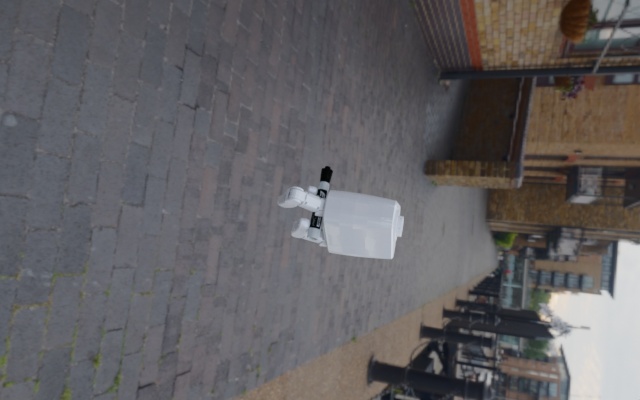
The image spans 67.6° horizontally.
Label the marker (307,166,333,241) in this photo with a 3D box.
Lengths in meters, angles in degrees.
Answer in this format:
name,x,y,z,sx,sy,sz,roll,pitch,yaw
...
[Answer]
name,x,y,z,sx,sy,sz,roll,pitch,yaw
marker,0.000,0.002,0.744,0.020,0.121,0.020,11,-19,4
